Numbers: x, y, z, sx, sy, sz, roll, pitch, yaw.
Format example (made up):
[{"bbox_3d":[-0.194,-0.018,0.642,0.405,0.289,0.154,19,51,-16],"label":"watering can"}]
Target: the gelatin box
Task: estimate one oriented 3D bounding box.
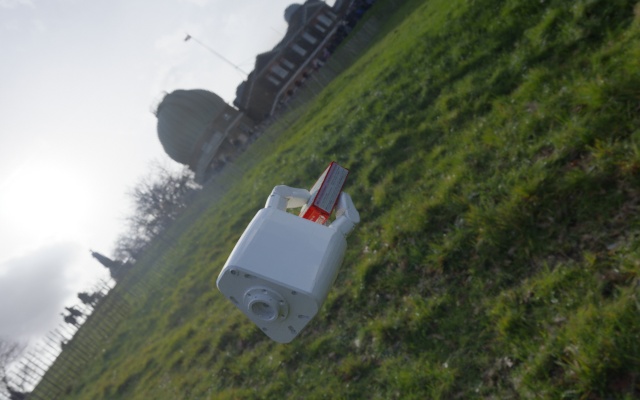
[{"bbox_3d":[0.000,0.002,0.634,0.030,0.089,0.073,30,-41,-7],"label":"gelatin box"}]
